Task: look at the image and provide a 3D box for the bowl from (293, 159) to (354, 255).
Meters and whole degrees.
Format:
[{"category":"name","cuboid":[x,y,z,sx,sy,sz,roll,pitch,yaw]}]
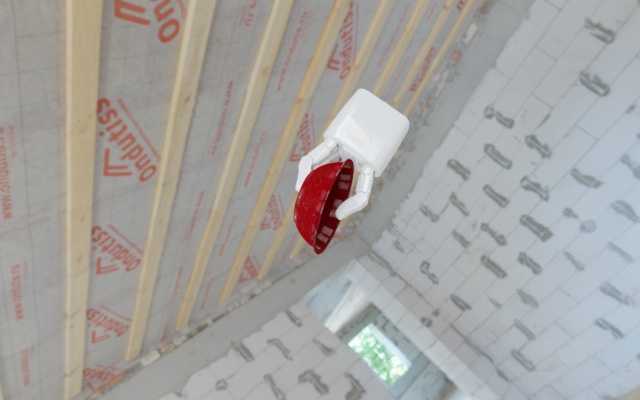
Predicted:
[{"category":"bowl","cuboid":[-0.001,0.003,0.767,0.055,0.162,0.162,19,4,13]}]
